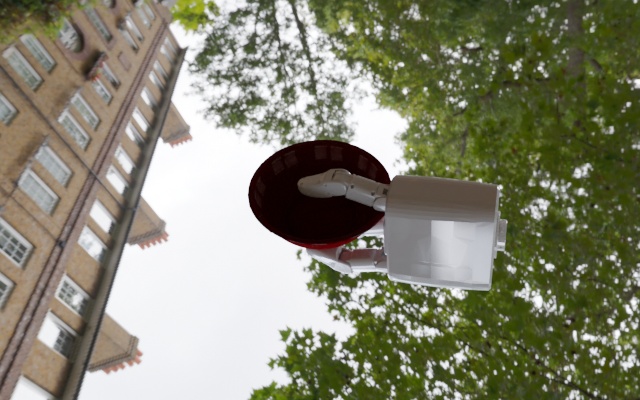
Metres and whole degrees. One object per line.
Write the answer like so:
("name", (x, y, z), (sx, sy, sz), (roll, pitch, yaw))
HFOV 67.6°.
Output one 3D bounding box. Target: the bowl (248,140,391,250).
("bowl", (-0.001, 0.002, 0.551), (0.162, 0.162, 0.055), (0, -42, 2))
